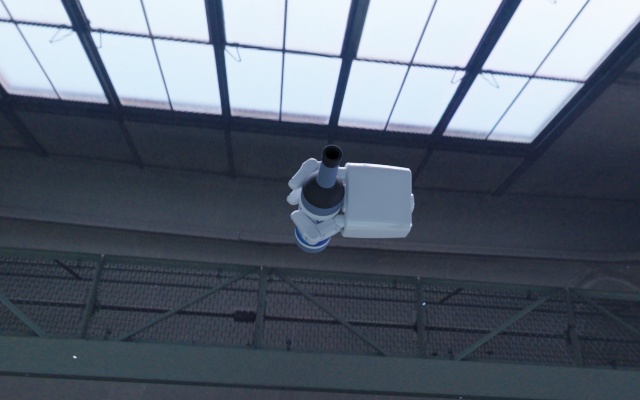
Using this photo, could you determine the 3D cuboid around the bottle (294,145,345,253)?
[{"bbox_3d":[0.000,0.003,0.762,0.069,0.069,0.296,0,-26,-7],"label":"bottle"}]
